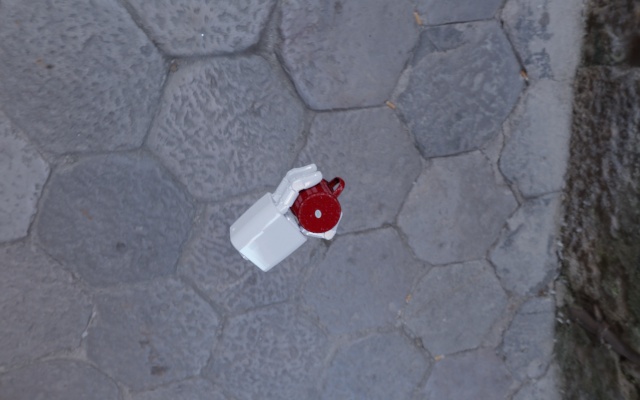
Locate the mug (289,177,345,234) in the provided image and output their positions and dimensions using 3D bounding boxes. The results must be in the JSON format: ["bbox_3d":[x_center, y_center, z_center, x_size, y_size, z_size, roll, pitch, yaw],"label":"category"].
[{"bbox_3d":[0.001,0.002,0.886,0.117,0.093,0.081,-41,23,5],"label":"mug"}]
